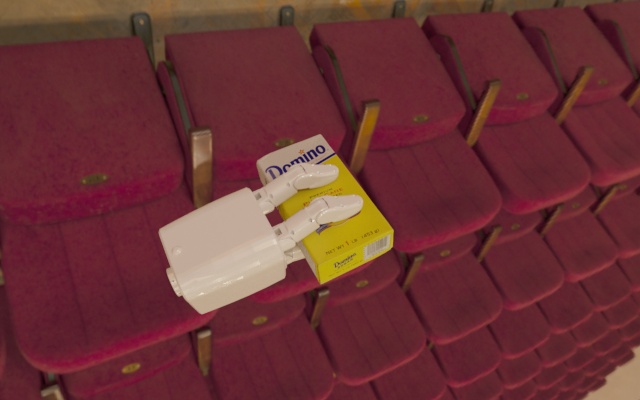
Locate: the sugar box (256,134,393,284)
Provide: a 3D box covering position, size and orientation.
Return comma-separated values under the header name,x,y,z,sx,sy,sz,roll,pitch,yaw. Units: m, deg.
name,x,y,z,sx,sy,sz,roll,pitch,yaw
sugar box,0.000,0.002,0.555,0.093,0.176,0.048,-24,-36,-14
